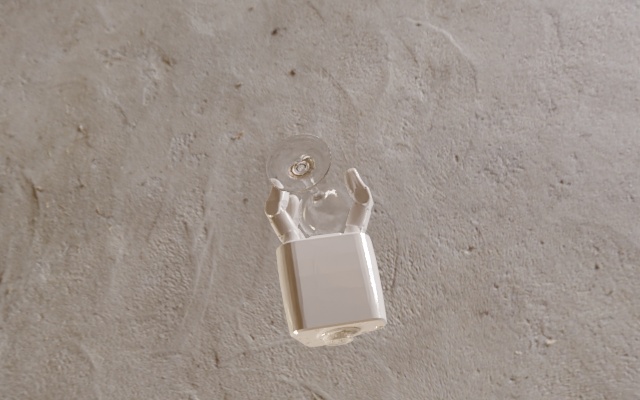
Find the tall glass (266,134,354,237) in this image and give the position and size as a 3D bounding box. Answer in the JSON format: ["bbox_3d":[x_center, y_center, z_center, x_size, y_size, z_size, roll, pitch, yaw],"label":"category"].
[{"bbox_3d":[0.000,0.002,0.606,0.079,0.079,0.201,0,-26,16],"label":"tall glass"}]
